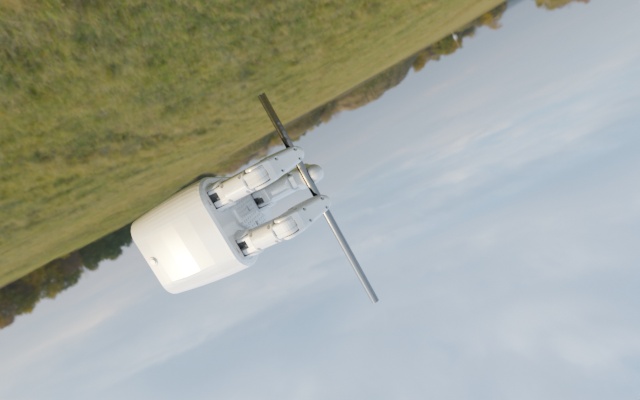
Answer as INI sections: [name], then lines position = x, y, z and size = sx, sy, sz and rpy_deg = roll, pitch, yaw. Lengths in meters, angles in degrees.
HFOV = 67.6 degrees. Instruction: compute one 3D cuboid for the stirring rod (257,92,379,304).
[stirring rod]
position = 0.000, 0.001, 0.480
size = 0.011, 0.239, 0.011
rpy_deg = -28, 9, 5
